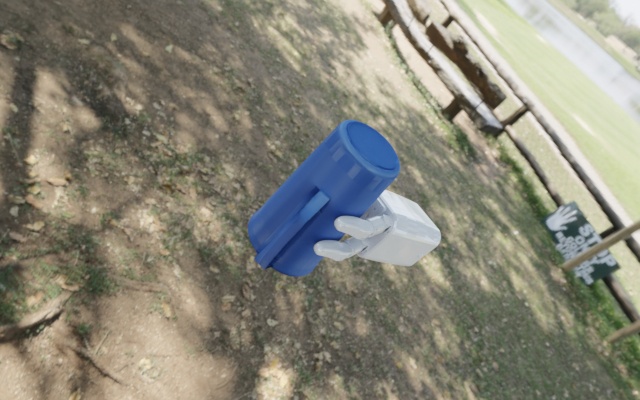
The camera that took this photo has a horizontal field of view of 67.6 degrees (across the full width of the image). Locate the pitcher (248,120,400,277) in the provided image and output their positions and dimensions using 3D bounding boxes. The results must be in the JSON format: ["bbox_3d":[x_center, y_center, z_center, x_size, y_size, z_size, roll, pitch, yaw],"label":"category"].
[{"bbox_3d":[0.000,0.002,0.711,0.145,0.149,0.243,17,-49,-33],"label":"pitcher"}]
